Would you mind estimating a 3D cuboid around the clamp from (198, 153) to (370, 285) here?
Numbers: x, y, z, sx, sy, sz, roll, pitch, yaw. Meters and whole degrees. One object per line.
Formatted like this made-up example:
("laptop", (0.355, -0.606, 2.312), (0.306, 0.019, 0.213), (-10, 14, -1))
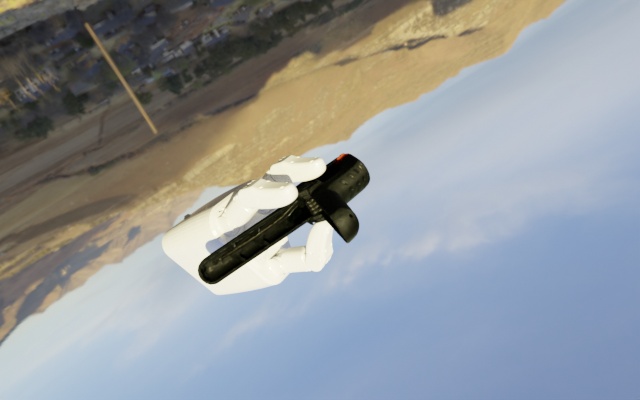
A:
("clamp", (0.001, 0.002, 0.451), (0.164, 0.036, 0.210), (-17, 18, 39))
